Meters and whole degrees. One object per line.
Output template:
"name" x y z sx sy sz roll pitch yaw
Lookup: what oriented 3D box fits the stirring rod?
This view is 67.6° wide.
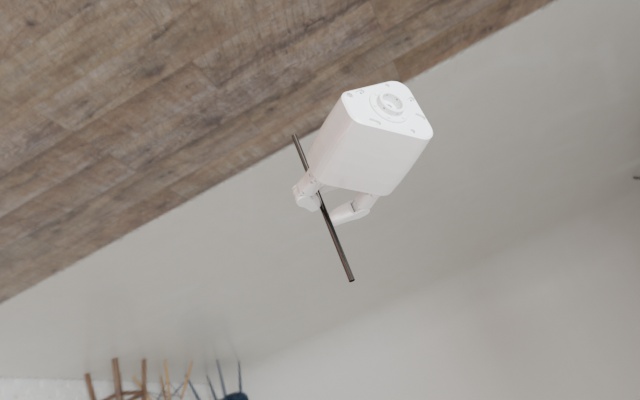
"stirring rod" 0.000 0.002 0.654 0.011 0.239 0.011 -17 -28 -9
